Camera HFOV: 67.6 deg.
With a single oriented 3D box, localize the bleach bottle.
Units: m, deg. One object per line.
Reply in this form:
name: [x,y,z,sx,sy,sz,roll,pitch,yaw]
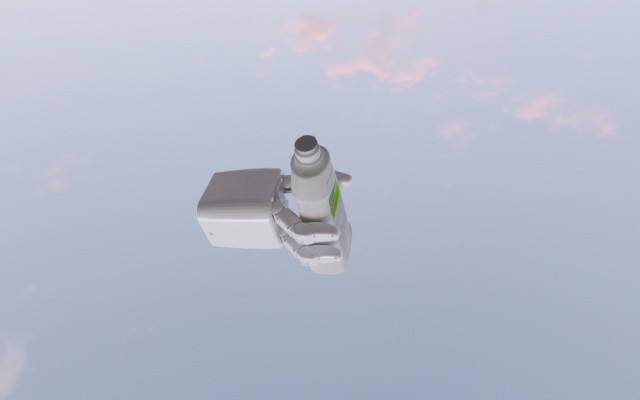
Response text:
bleach bottle: [0.000,0.002,0.667,0.068,0.102,0.251,0,-38,9]
